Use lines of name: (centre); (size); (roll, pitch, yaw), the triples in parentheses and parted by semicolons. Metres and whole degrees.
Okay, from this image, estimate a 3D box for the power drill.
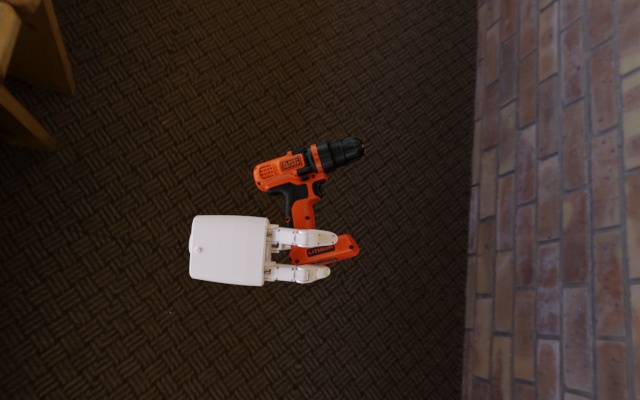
power drill: (0.000, 0.003, 0.746); (0.184, 0.187, 0.057); (-17, -18, 7)
